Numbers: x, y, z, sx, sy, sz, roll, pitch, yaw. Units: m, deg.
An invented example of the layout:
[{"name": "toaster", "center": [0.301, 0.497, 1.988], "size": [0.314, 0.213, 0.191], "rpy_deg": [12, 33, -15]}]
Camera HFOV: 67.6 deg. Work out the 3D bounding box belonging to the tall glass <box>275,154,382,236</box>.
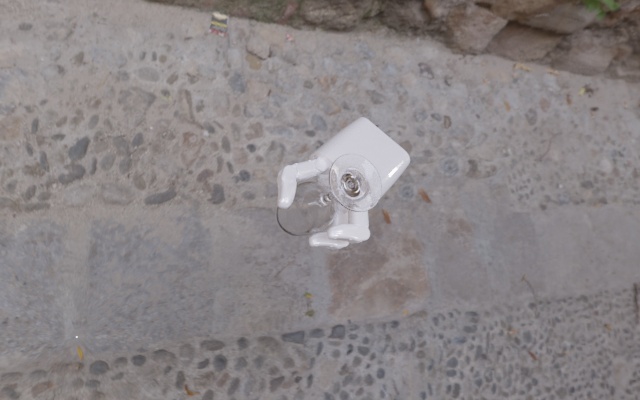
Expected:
[{"name": "tall glass", "center": [0.000, 0.002, 0.666], "size": [0.079, 0.079, 0.201], "rpy_deg": [0, -14, -27]}]
